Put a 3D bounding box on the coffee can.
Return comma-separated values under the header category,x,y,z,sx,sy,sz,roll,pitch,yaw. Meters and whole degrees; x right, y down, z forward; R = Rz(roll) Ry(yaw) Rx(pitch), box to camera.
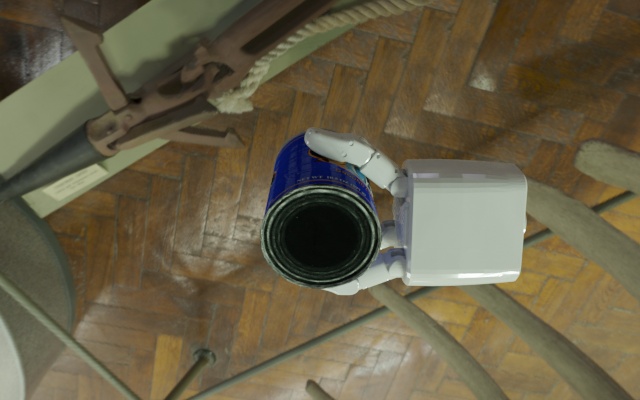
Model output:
category,x,y,z,sx,sy,sz,roll,pitch,yaw
coffee can,0.000,0.001,0.460,0.103,0.103,0.140,0,27,0
